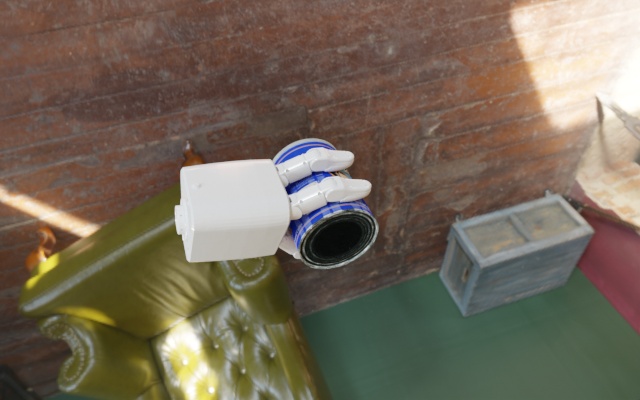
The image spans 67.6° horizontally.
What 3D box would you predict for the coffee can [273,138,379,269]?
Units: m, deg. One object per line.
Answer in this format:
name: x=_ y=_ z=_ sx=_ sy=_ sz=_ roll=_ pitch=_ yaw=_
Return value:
coffee can: x=0.000 y=0.002 z=0.617 sx=0.103 sy=0.103 sz=0.140 roll=0 pitch=42 yaw=-26
